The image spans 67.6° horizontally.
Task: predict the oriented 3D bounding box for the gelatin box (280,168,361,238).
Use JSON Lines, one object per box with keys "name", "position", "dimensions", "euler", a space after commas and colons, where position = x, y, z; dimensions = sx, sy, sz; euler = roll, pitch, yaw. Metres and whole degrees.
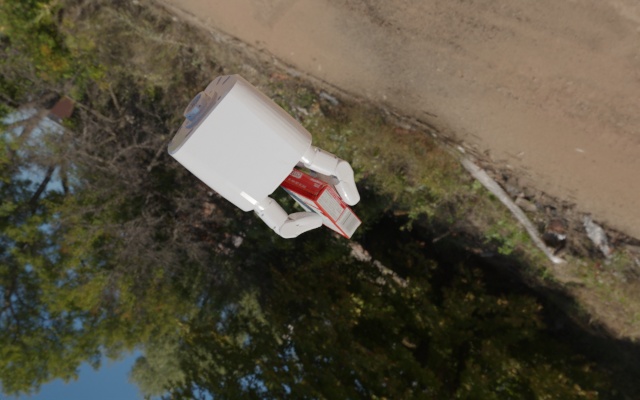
{"name": "gelatin box", "position": [0.000, 0.002, 0.590], "dimensions": [0.073, 0.030, 0.089], "euler": [27, -15, 47]}
